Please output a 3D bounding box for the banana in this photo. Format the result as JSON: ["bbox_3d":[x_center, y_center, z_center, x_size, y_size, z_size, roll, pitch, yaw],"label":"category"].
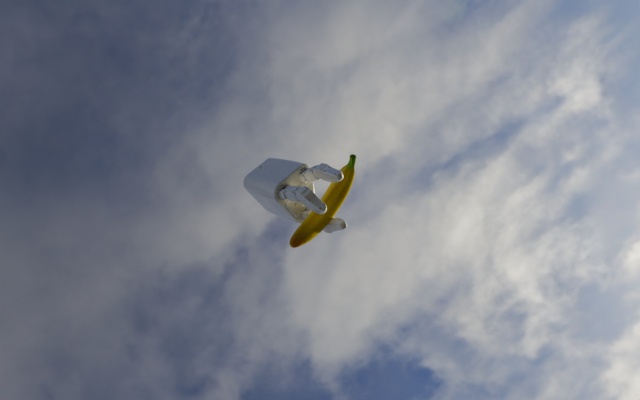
[{"bbox_3d":[0.008,0.008,0.862,0.037,0.197,0.070,27,-12,29],"label":"banana"}]
